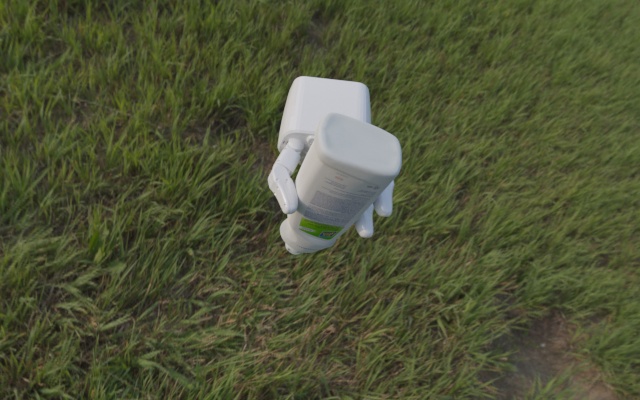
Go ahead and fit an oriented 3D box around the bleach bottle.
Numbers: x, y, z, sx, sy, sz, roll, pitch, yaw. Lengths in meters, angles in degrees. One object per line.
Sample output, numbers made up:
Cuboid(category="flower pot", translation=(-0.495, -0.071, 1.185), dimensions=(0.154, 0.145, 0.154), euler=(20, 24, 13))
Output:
Cuboid(category="bleach bottle", translation=(0.000, 0.002, 0.599), dimensions=(0.102, 0.068, 0.251), euler=(17, -36, -14))
